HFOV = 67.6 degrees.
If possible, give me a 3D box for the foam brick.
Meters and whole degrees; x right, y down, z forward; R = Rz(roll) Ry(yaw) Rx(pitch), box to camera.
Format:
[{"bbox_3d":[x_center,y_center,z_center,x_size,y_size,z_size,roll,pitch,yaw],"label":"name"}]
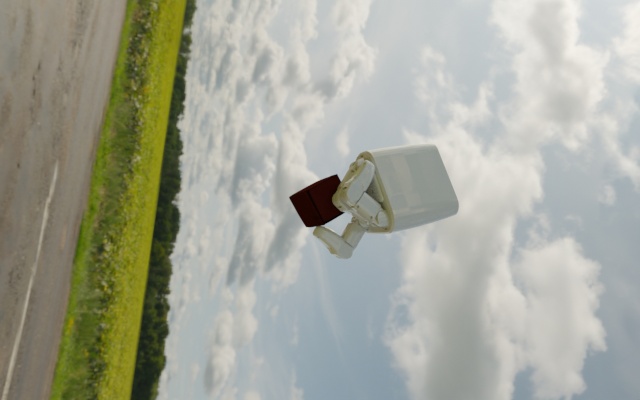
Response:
[{"bbox_3d":[0.000,0.002,0.661,0.051,0.053,0.078,-31,7,-21],"label":"foam brick"}]
